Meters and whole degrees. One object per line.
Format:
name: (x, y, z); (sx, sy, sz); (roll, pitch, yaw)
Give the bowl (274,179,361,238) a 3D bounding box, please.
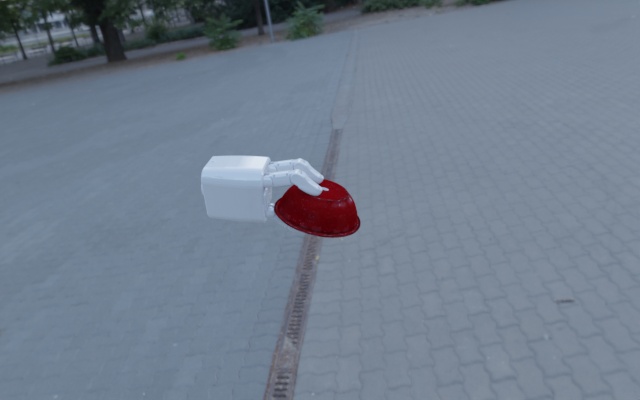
bowl: (0.002, 0.003, 0.861); (0.162, 0.055, 0.162); (11, 25, -5)
